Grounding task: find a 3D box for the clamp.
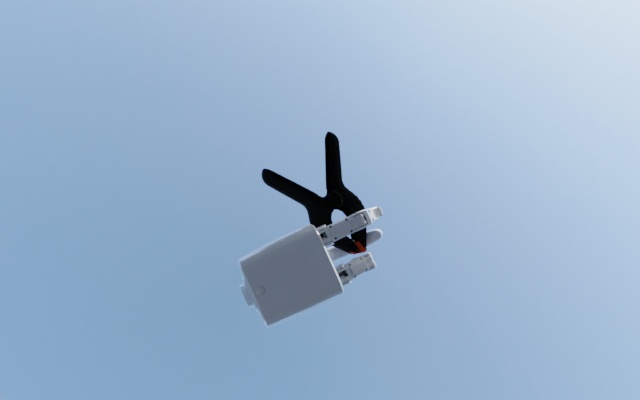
[{"bbox_3d":[0.000,0.002,0.645,0.120,0.171,0.039,-24,-5,-13],"label":"clamp"}]
